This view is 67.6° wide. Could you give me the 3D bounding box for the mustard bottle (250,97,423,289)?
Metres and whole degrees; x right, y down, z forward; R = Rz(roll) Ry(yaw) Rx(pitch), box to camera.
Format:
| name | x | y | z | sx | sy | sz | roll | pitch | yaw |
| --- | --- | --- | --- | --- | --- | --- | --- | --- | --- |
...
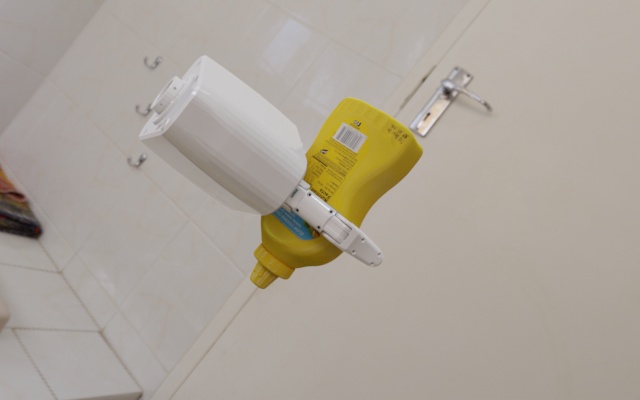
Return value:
| name | x | y | z | sx | sy | sz | roll | pitch | yaw |
| --- | --- | --- | --- | --- | --- | --- | --- | --- | --- |
| mustard bottle | 0.000 | 0.001 | 0.438 | 0.096 | 0.191 | 0.058 | 39 | 1 | 37 |
